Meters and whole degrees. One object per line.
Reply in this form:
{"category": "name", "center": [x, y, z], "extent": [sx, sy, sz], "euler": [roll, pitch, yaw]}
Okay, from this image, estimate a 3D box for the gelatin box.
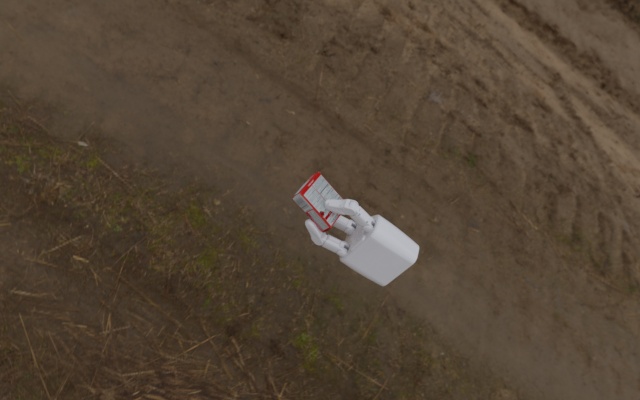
{"category": "gelatin box", "center": [0.000, 0.002, 0.883], "extent": [0.030, 0.089, 0.073], "euler": [-30, 15, 46]}
